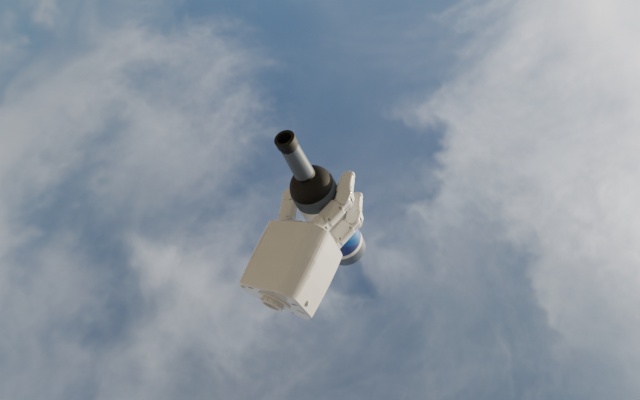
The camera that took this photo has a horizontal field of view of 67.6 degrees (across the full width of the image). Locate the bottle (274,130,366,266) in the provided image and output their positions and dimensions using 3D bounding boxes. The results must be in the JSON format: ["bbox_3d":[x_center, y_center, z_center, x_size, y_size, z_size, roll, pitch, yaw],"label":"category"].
[{"bbox_3d":[0.000,0.002,0.709,0.069,0.069,0.296,0,-33,22],"label":"bottle"}]
